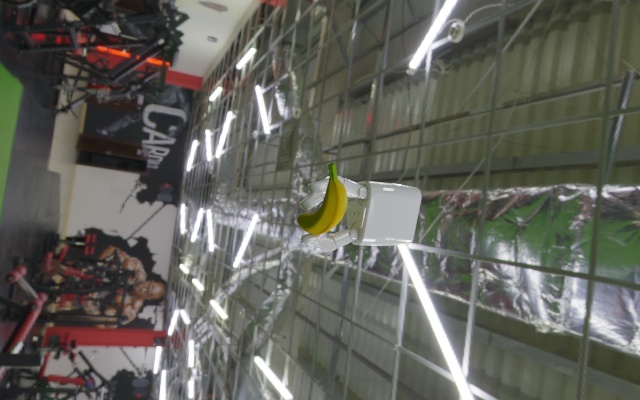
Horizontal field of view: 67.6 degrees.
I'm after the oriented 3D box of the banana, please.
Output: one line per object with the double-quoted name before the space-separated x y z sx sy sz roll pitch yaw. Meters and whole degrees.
"banana" 0.004 0.018 0.767 0.037 0.069 0.198 -1 -27 -21
